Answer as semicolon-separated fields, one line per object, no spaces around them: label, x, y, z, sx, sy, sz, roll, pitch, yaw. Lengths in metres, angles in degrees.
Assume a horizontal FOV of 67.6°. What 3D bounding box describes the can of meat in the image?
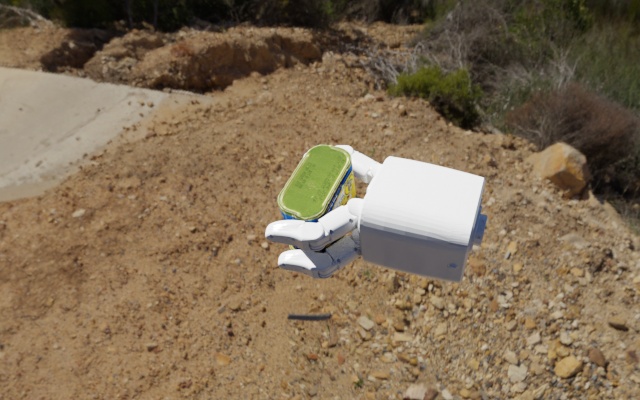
can of meat;0.000;0.001;0.521;0.057;0.102;0.084;18;-31;21
